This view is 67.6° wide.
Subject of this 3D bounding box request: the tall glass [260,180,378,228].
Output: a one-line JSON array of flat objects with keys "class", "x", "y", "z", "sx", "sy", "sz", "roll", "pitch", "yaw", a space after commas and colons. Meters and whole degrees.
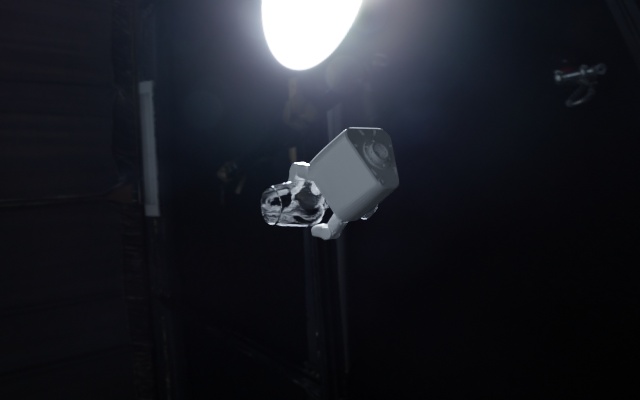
[{"class": "tall glass", "x": 0.001, "y": 0.003, "z": 0.802, "sx": 0.201, "sy": 0.079, "sz": 0.079, "roll": -5, "pitch": 3, "yaw": -37}]
